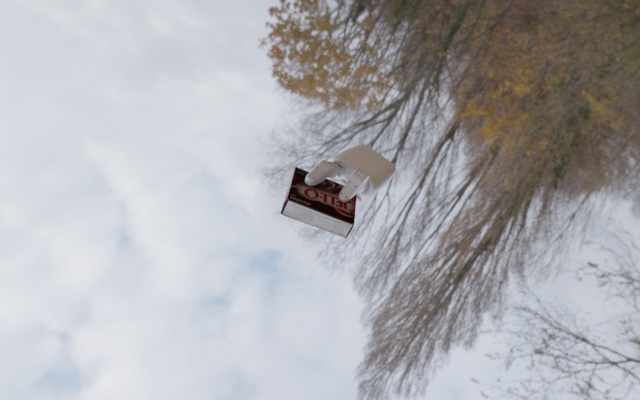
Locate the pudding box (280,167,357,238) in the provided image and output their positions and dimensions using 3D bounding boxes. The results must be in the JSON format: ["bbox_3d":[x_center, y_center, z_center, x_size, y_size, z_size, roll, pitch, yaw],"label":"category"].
[{"bbox_3d":[0.000,0.003,0.756,0.113,0.039,0.090,19,36,-7],"label":"pudding box"}]
